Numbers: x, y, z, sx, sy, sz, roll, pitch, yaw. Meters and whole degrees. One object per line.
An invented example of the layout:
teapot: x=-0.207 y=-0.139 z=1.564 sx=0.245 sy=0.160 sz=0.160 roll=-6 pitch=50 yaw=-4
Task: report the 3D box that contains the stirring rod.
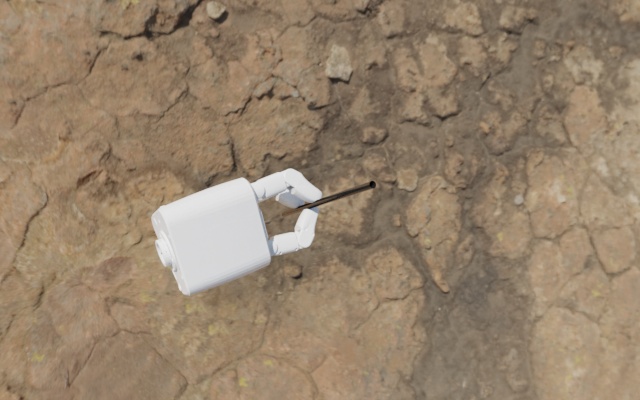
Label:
stirring rod: x=0.000 y=0.002 z=0.589 sx=0.011 sy=0.011 sz=0.239 roll=0 pitch=-9 yaw=-26
